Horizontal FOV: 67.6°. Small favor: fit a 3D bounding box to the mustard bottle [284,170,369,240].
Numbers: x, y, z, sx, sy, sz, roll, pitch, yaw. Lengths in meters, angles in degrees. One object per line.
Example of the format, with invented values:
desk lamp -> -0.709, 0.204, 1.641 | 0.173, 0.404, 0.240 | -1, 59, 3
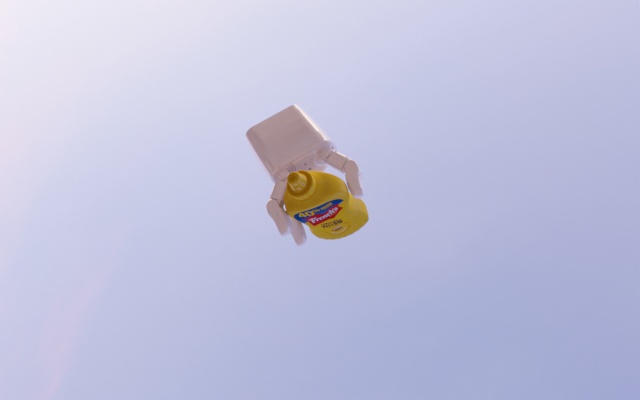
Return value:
mustard bottle -> 0.000, 0.003, 0.717 | 0.096, 0.058, 0.192 | -19, -28, 16
